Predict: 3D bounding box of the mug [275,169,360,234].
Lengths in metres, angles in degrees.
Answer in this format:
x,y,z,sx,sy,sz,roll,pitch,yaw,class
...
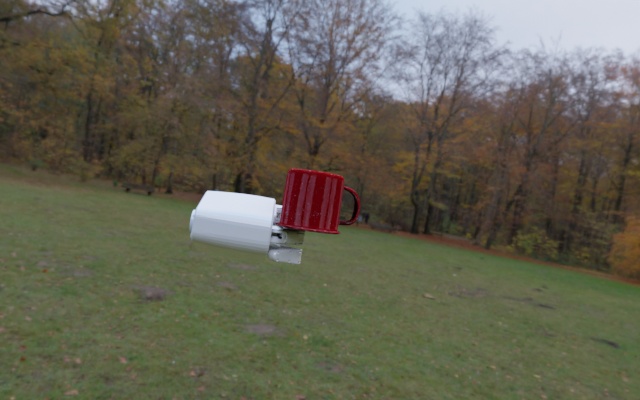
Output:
x,y,z,sx,sy,sz,roll,pitch,yaw,class
0.002,0.002,0.676,0.117,0.081,0.093,8,0,-9,mug
